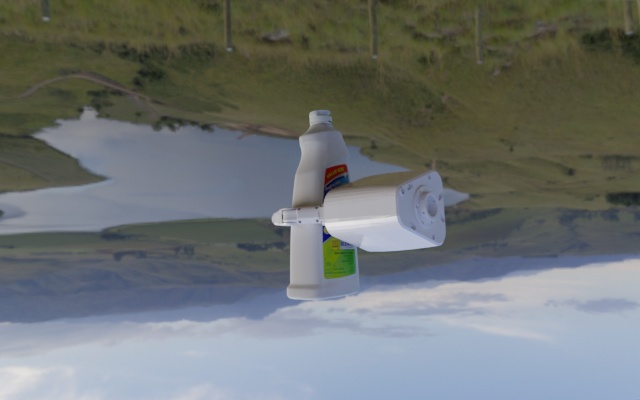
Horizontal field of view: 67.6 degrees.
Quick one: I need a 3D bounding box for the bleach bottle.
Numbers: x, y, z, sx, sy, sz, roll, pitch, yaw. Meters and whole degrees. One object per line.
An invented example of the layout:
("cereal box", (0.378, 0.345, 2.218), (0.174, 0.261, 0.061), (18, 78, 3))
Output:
("bleach bottle", (0.000, 0.002, 0.647), (0.068, 0.251, 0.102), (-7, -7, 43))
